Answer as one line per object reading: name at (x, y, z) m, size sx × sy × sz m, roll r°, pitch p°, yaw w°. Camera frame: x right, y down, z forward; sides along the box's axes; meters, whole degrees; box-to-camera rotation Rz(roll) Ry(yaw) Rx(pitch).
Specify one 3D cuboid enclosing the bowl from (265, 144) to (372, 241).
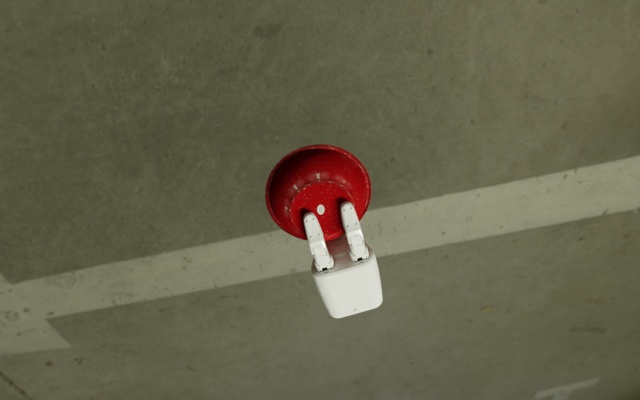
bowl at (-0.001, 0.001, 0.698) m, size 0.162 × 0.162 × 0.055 m, roll 0°, pitch 26°, yaw -6°
